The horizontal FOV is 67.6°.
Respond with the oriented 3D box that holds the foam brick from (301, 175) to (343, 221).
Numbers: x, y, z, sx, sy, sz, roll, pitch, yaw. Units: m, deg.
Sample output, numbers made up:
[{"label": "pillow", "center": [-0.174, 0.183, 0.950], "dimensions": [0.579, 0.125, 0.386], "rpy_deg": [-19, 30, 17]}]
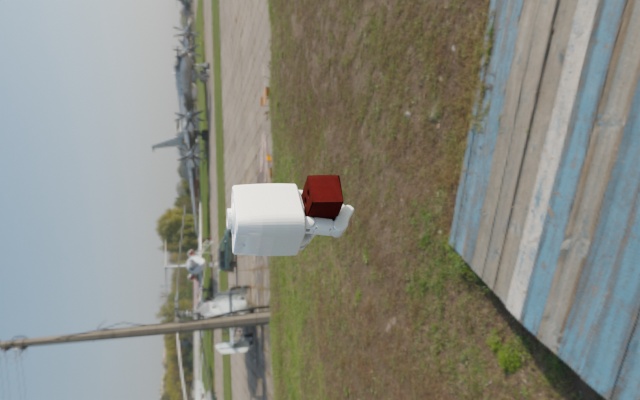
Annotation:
[{"label": "foam brick", "center": [0.000, 0.002, 0.759], "dimensions": [0.051, 0.053, 0.078], "rpy_deg": [1, -35, -14]}]
